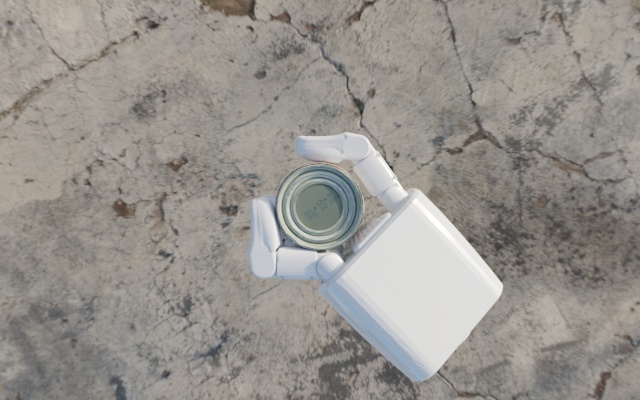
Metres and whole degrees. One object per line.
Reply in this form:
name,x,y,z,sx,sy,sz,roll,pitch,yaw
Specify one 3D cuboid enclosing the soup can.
soup can,0.000,0.001,0.401,0.068,0.068,0.102,0,5,1
